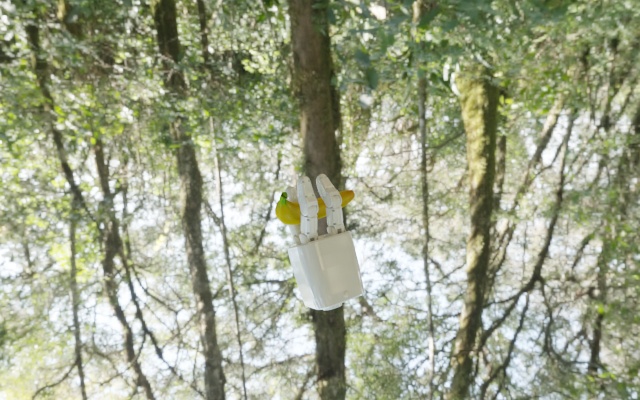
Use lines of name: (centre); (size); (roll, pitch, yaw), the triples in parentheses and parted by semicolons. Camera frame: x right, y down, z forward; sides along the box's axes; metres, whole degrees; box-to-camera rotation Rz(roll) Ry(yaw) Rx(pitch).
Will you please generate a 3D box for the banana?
banana: (-0.015, 0.012, 0.807); (0.070, 0.037, 0.198); (-35, -17, 33)
